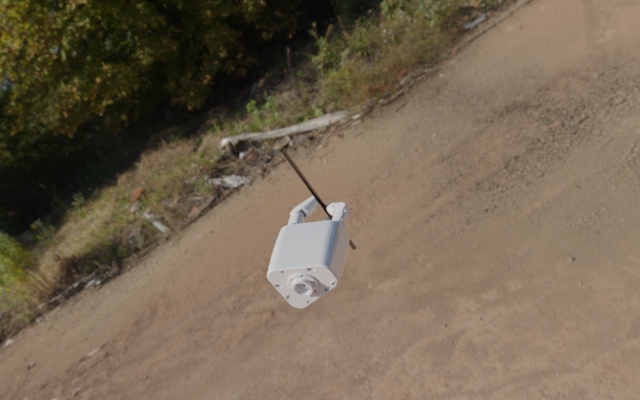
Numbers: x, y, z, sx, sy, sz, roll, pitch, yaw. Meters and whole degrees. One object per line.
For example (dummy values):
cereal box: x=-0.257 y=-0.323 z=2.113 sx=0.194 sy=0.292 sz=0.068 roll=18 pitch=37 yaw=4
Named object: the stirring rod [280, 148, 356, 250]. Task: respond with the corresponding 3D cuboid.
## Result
stirring rod: x=0.000 y=0.003 z=0.853 sx=0.011 sy=0.240 sz=0.011 roll=-29 pitch=26 yaw=16
